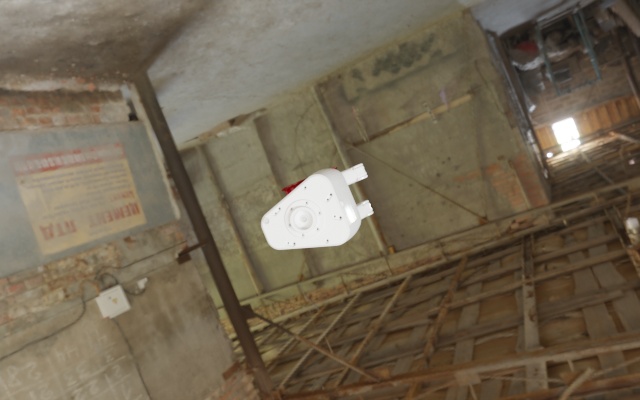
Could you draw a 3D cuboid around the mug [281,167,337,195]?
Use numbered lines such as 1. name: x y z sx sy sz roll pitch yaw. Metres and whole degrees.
1. mug: 0.000 0.003 0.745 0.093 0.081 0.117 -23 1 12
